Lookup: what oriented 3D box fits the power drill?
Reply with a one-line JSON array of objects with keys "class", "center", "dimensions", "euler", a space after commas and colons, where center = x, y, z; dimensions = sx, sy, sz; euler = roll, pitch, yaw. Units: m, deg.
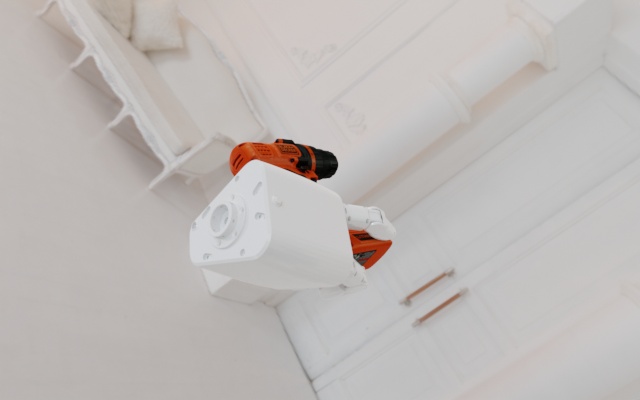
[{"class": "power drill", "center": [0.000, 0.002, 0.579], "dimensions": [0.184, 0.057, 0.187], "euler": [-5, 48, -51]}]
